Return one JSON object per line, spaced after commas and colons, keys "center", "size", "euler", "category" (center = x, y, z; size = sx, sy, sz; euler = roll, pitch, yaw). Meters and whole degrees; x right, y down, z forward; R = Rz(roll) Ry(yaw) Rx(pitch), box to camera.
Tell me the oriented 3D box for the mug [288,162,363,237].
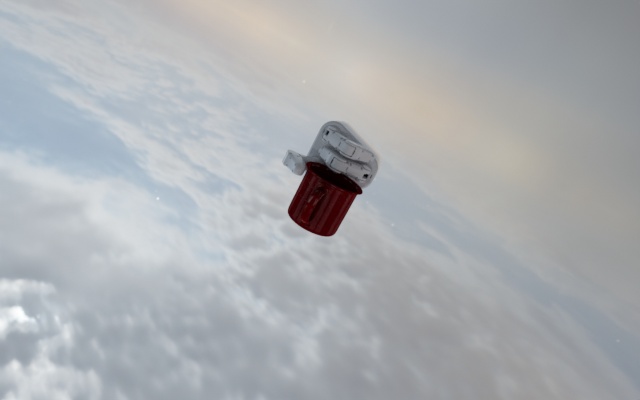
{"center": [0.000, 0.003, 0.696], "size": [0.093, 0.081, 0.117], "euler": [30, 17, 7], "category": "mug"}
